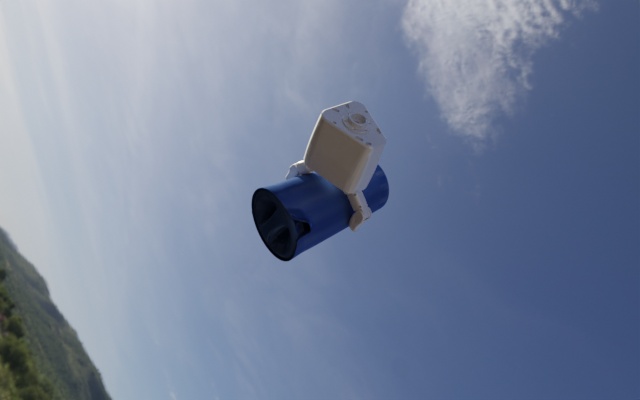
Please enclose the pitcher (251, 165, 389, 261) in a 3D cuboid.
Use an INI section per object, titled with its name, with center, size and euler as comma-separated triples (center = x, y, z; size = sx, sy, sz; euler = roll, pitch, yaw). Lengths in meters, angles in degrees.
[pitcher]
center = 0.000, 0.003, 0.877
size = 0.243, 0.149, 0.145
euler = -23, -29, -33
